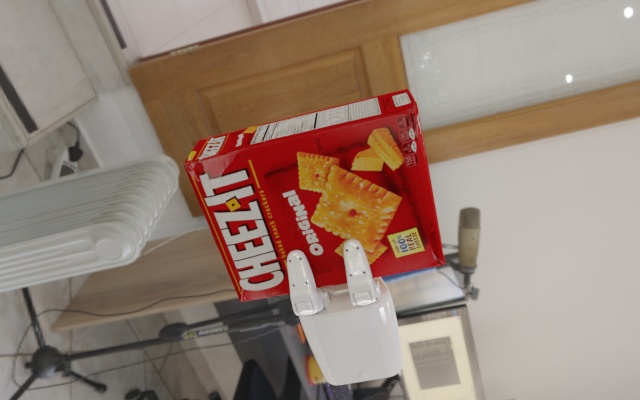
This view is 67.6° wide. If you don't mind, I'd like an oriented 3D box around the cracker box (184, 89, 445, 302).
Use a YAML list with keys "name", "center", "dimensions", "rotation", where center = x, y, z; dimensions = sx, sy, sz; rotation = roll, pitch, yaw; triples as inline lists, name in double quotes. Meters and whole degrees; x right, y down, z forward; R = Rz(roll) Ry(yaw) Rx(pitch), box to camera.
- name: "cracker box"
  center: [0.000, 0.001, 0.467]
  dimensions: [0.214, 0.164, 0.072]
  rotation: [-12, 25, 8]
